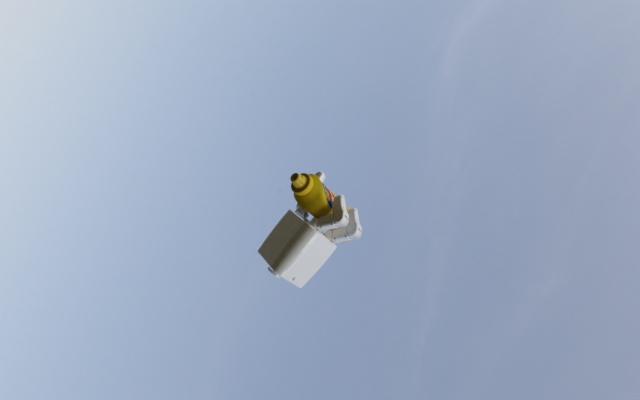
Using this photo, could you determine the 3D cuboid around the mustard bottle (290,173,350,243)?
[{"bbox_3d":[0.001,0.003,0.898,0.058,0.096,0.192,-32,-40,13],"label":"mustard bottle"}]
